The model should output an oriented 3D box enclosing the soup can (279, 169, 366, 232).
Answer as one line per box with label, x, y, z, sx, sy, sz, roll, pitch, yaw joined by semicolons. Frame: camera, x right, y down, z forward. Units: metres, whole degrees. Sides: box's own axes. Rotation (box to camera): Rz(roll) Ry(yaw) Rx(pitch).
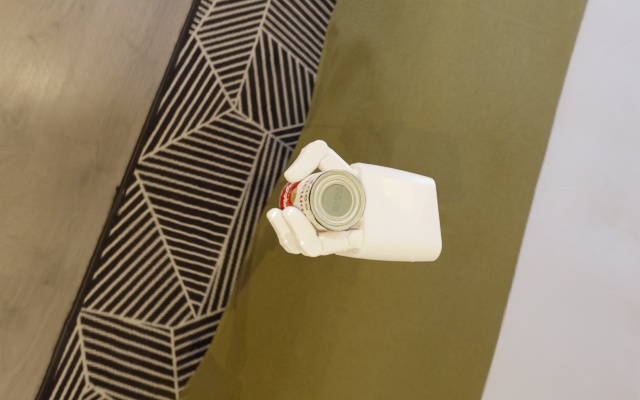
soup can;0.000;0.002;0.547;0.068;0.068;0.102;0;-2;-22
